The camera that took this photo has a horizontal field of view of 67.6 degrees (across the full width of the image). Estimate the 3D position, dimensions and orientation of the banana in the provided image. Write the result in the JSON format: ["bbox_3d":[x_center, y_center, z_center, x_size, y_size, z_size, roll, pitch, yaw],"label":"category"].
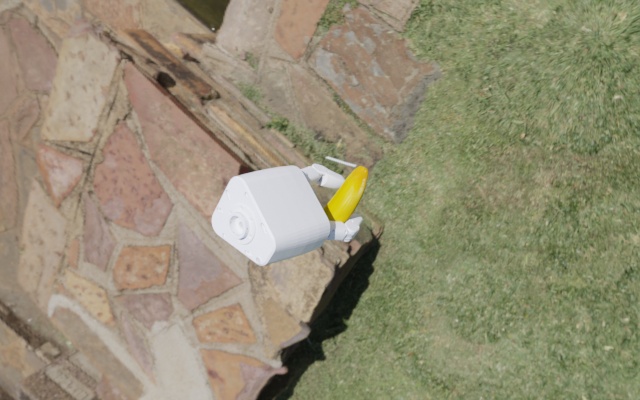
[{"bbox_3d":[0.003,0.021,0.700,0.037,0.069,0.198,-1,-23,-44],"label":"banana"}]
